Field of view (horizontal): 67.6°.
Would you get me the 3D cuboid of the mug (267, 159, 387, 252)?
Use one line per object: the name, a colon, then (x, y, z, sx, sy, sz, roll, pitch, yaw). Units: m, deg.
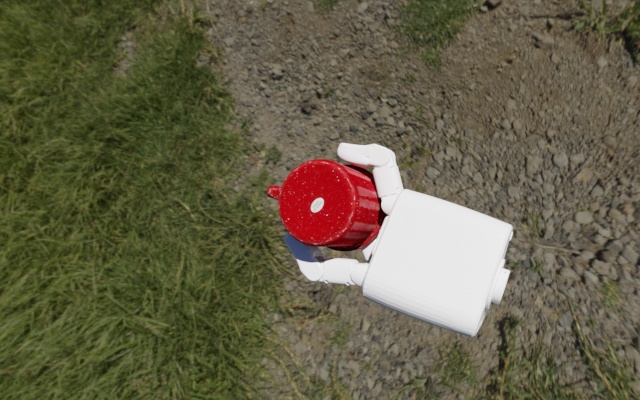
mug: (-0.001, 0.001, 0.477, 0.117, 0.093, 0.081, 16, 2, 23)
